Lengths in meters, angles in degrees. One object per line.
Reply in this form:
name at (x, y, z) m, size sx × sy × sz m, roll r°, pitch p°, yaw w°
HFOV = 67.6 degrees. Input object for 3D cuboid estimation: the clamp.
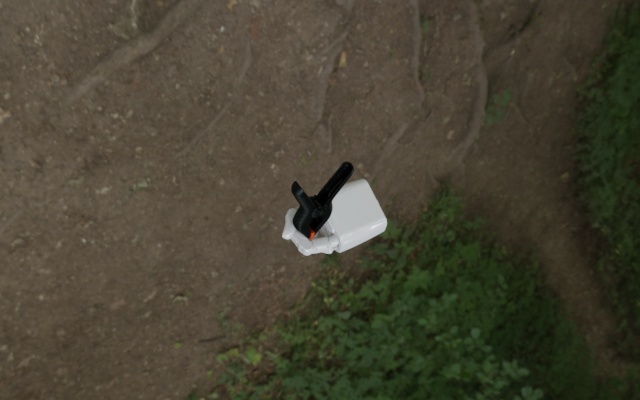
clamp at (0.000, 0.003, 0.828) m, size 0.120 × 0.039 × 0.172 m, roll -22°, pitch -28°, yaw -20°
